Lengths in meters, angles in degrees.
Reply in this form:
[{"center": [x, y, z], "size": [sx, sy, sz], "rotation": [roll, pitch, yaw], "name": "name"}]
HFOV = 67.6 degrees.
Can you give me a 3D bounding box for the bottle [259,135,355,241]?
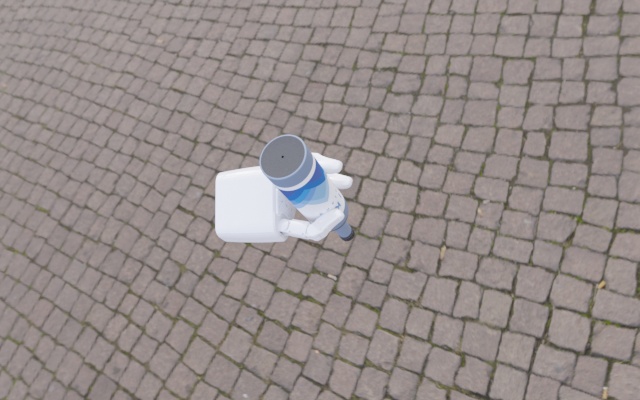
[{"center": [0.000, 0.002, 0.739], "size": [0.069, 0.069, 0.296], "rotation": [0, -24, 21], "name": "bottle"}]
